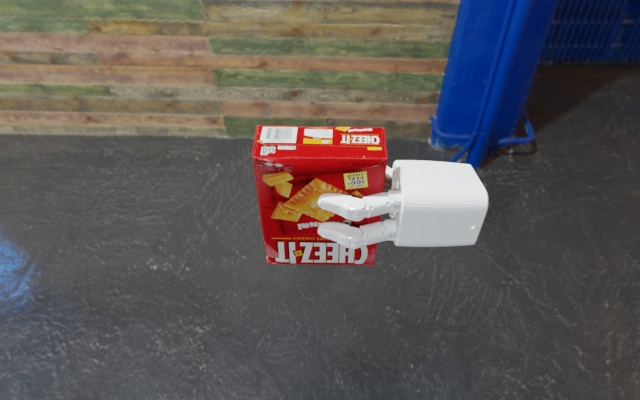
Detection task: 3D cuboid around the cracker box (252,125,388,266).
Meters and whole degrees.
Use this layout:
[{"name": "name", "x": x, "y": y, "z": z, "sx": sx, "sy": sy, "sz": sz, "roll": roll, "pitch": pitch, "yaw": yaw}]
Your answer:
[{"name": "cracker box", "x": 0.000, "y": 0.002, "z": 0.654, "sx": 0.164, "sy": 0.072, "sz": 0.214, "roll": 1, "pitch": -45, "yaw": 1}]
